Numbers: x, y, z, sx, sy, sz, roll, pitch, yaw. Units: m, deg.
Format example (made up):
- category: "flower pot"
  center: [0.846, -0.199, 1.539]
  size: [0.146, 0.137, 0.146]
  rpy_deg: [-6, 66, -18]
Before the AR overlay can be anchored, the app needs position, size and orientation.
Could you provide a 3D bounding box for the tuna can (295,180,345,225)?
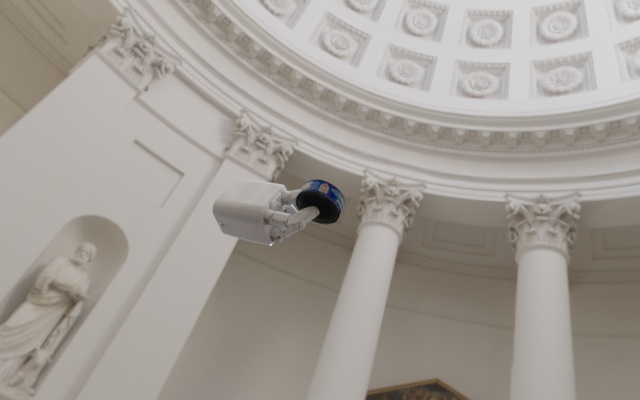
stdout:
- category: "tuna can"
  center: [0.000, 0.002, 0.867]
  size: [0.086, 0.033, 0.086]
  rpy_deg: [17, -38, 14]
